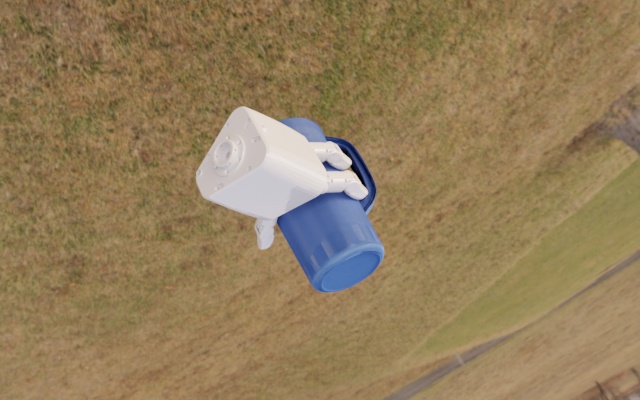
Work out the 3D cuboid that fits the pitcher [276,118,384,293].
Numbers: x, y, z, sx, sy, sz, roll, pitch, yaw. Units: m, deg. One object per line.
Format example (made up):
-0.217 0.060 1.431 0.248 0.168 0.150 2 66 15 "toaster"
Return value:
0.000 0.002 0.691 0.149 0.242 0.145 -41 -34 17 "pitcher"
